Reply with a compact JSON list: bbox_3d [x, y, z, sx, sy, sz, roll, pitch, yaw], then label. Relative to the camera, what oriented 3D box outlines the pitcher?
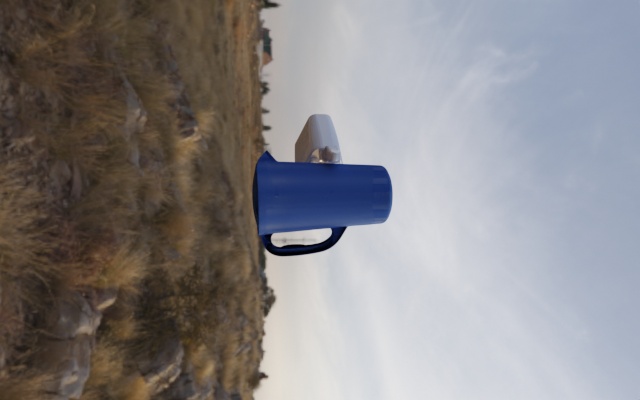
[{"bbox_3d":[0.000,0.003,0.860,0.243,0.145,0.149,-1,-43,-9],"label":"pitcher"}]
